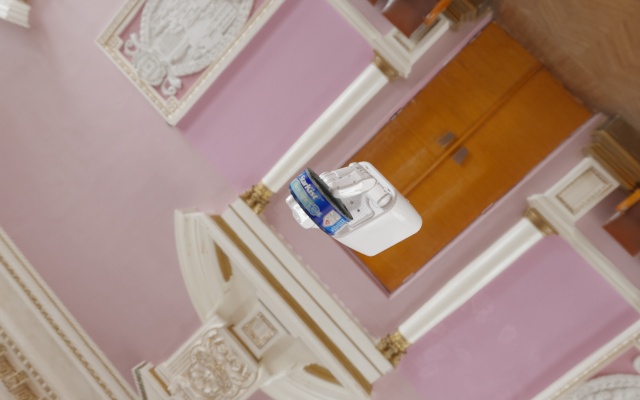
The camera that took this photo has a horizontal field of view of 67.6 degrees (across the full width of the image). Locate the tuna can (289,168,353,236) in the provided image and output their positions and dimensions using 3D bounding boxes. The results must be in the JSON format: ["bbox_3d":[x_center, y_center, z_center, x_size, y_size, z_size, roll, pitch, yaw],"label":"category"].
[{"bbox_3d":[0.000,0.002,0.588,0.034,0.086,0.086,-41,-7,8],"label":"tuna can"}]
